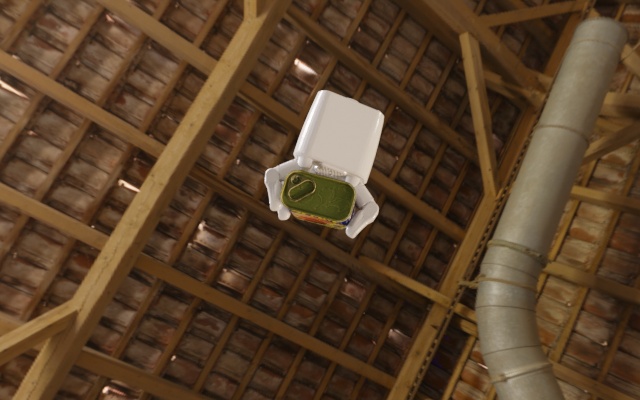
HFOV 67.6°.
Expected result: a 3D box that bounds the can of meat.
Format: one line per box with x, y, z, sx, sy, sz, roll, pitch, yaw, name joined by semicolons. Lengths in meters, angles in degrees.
0.000;0.002;0.689;0.102;0.057;0.084;15;-11;8;can of meat
